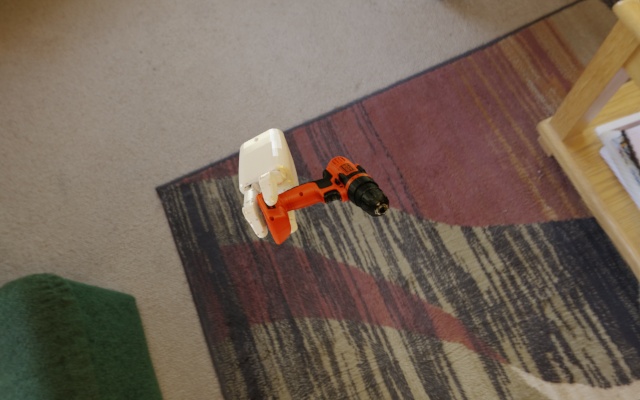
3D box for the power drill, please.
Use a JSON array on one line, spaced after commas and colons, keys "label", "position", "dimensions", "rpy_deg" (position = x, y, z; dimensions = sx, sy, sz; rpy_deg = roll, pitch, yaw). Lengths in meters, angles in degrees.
[{"label": "power drill", "position": [0.000, 0.003, 0.779], "dimensions": [0.187, 0.057, 0.184], "rpy_deg": [-22, 29, -11]}]
